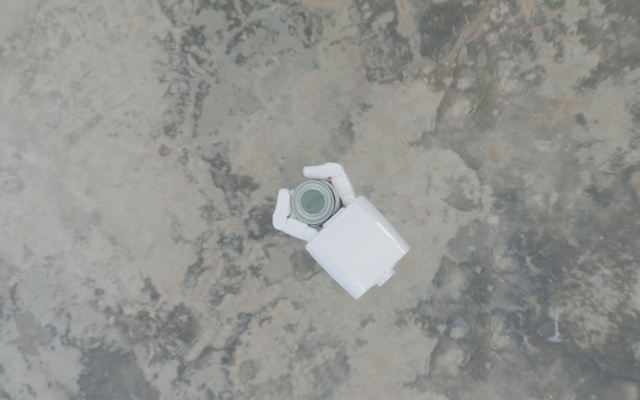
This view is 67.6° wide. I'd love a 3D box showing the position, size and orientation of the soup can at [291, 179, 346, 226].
[{"bbox_3d":[0.000,0.002,0.729,0.068,0.068,0.102,0,0,13],"label":"soup can"}]
